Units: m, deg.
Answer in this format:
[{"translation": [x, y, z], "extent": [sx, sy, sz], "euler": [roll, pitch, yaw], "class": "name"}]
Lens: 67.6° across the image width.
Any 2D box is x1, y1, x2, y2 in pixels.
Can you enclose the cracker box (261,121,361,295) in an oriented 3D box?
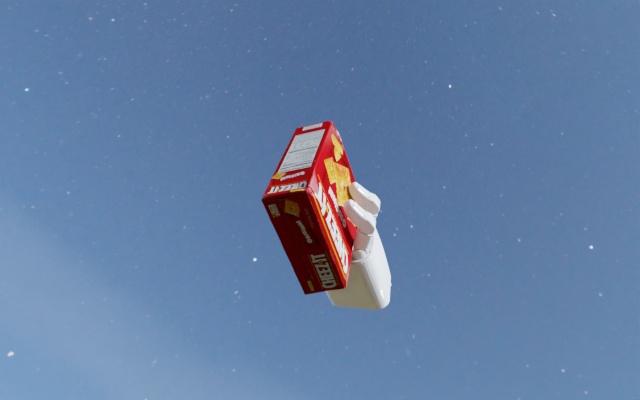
[{"translation": [0.000, 0.002, 0.700], "extent": [0.072, 0.164, 0.213], "euler": [-12, 30, 18], "class": "cracker box"}]
